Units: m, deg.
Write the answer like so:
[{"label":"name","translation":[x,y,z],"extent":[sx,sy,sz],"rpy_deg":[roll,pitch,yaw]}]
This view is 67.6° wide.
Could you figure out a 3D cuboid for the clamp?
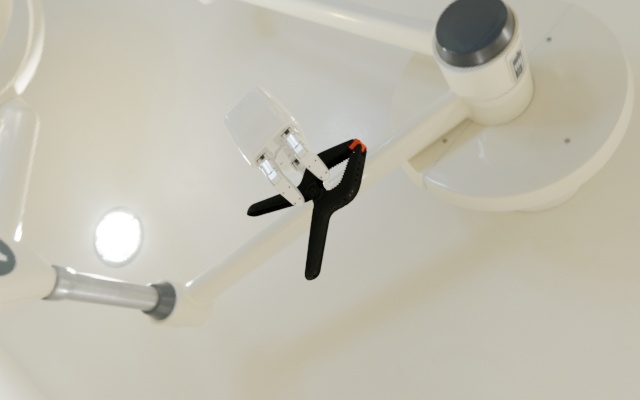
[{"label":"clamp","translation":[0.001,0.002,0.709],"extent":[0.164,0.210,0.036],"rpy_deg":[51,11,27]}]
